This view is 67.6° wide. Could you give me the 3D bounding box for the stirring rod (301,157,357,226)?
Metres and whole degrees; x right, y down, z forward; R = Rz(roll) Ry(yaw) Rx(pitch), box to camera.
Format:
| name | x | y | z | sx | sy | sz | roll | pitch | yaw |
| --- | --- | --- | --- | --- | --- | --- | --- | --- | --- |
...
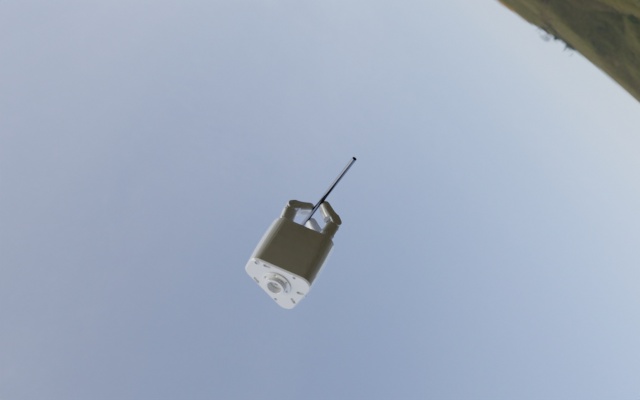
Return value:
| name | x | y | z | sx | sy | sz | roll | pitch | yaw |
| --- | --- | --- | --- | --- | --- | --- | --- | --- | --- |
| stirring rod | 0.000 | 0.003 | 0.862 | 0.011 | 0.011 | 0.240 | 0 | -36 | -35 |
